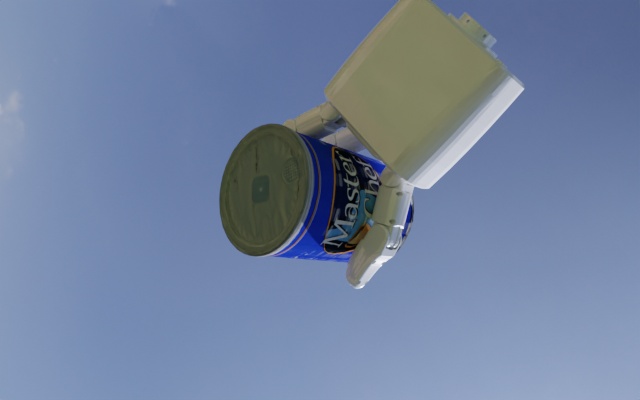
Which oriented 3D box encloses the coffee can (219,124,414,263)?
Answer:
[{"bbox_3d":[0.000,0.002,0.413,0.103,0.103,0.140,0,-8,43],"label":"coffee can"}]
